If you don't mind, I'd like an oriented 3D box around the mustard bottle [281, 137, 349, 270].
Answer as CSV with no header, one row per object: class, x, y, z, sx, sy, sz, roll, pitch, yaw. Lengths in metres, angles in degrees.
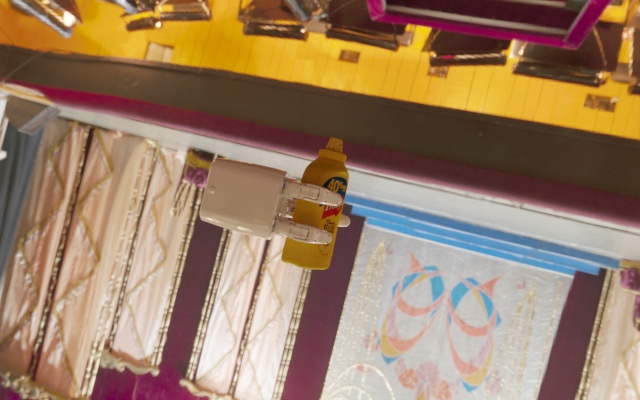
mustard bottle,0.000,0.003,0.699,0.058,0.191,0.096,13,-1,31
